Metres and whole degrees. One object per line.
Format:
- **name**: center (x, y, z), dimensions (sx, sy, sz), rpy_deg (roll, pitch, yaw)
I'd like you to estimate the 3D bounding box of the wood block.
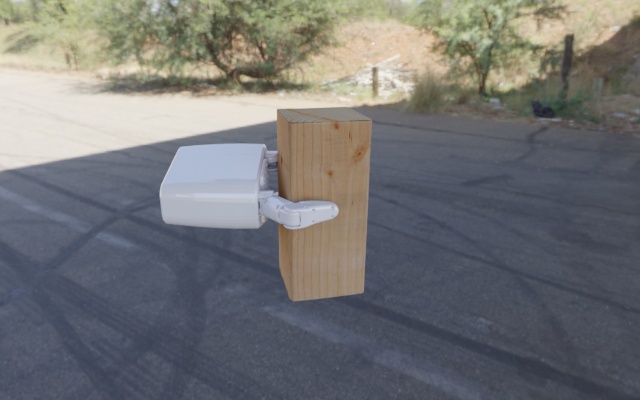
- **wood block**: center (0.000, 0.002, 0.559), dimensions (0.090, 0.206, 0.090), rpy_deg (-4, 20, -13)
